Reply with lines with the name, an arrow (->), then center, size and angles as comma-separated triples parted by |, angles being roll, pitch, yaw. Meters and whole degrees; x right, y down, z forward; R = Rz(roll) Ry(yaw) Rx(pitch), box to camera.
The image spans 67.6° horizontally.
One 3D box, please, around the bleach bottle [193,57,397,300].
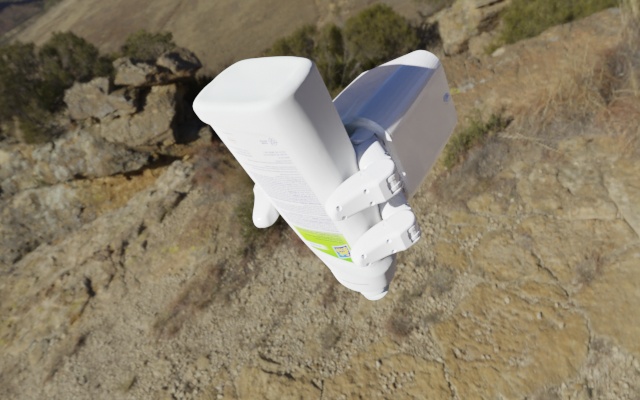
bleach bottle -> 0.000, 0.001, 0.414 | 0.102, 0.068, 0.251 | 13, -36, 42
